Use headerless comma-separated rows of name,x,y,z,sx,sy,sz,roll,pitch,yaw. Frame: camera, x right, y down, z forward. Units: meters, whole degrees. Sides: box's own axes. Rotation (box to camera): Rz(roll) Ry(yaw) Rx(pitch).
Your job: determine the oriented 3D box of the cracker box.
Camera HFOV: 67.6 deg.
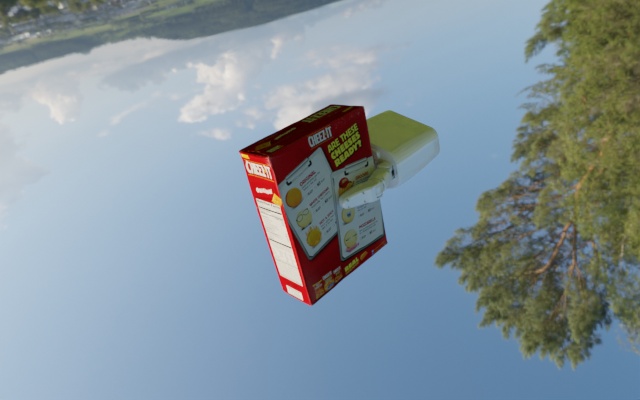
cracker box,0.000,0.002,0.631,0.164,0.214,0.072,-33,32,-34
